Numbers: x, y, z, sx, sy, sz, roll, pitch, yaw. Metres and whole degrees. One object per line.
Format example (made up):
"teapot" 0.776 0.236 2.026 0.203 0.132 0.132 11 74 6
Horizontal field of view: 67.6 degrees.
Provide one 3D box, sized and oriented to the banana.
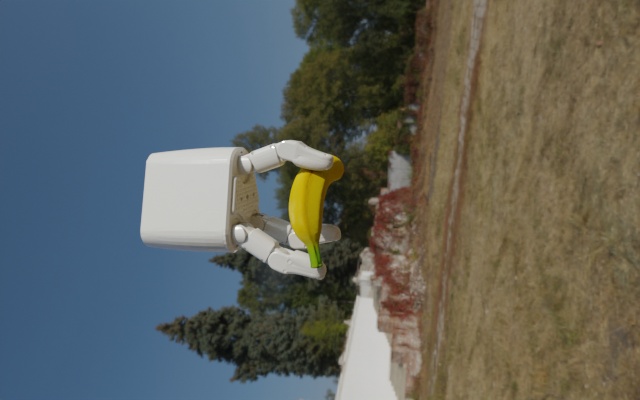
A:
"banana" -0.004 -0.012 0.537 0.037 0.070 0.197 -3 33 14
